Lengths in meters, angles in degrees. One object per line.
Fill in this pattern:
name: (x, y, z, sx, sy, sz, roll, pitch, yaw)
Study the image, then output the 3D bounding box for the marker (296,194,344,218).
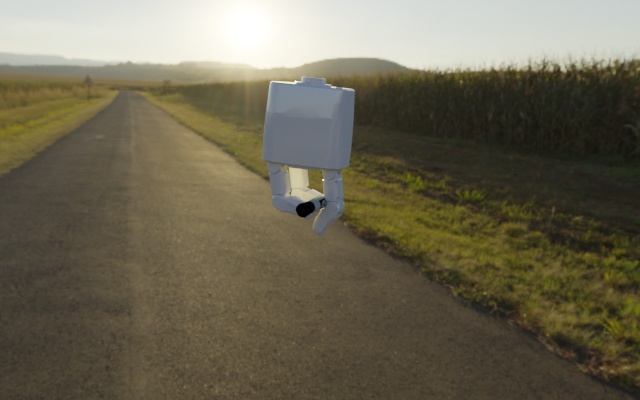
marker: (0.000, 0.002, 0.655, 0.020, 0.020, 0.121, 0, 11, 26)
